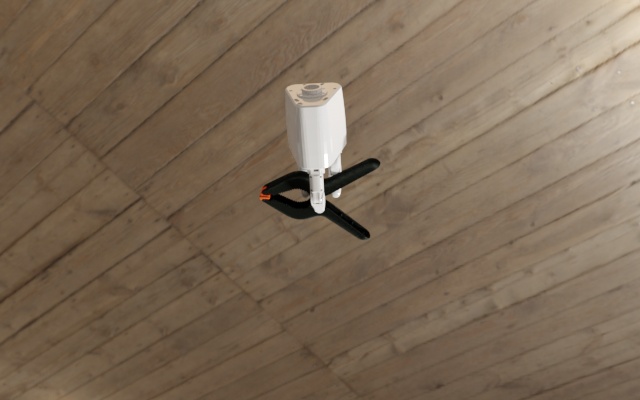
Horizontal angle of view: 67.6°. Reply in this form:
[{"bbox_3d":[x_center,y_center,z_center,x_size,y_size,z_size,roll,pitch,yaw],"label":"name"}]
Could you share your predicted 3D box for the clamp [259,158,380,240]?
[{"bbox_3d":[0.000,0.003,0.843,0.210,0.165,0.036,-1,31,5],"label":"clamp"}]
